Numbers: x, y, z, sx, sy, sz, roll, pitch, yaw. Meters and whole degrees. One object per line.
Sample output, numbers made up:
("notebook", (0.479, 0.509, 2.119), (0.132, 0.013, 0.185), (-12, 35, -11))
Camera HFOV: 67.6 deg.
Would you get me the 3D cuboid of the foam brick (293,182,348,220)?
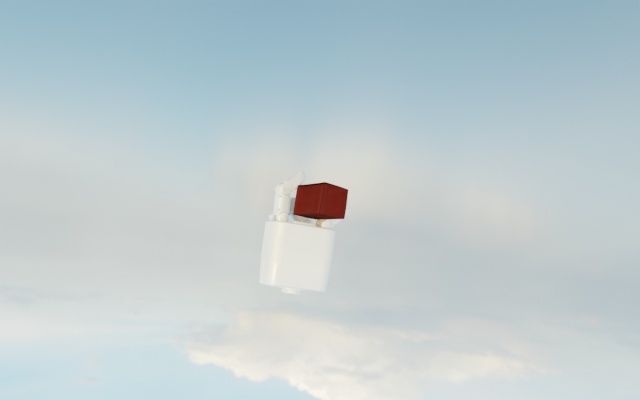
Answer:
("foam brick", (0.000, 0.002, 0.784), (0.053, 0.051, 0.078), (15, -11, -35))
